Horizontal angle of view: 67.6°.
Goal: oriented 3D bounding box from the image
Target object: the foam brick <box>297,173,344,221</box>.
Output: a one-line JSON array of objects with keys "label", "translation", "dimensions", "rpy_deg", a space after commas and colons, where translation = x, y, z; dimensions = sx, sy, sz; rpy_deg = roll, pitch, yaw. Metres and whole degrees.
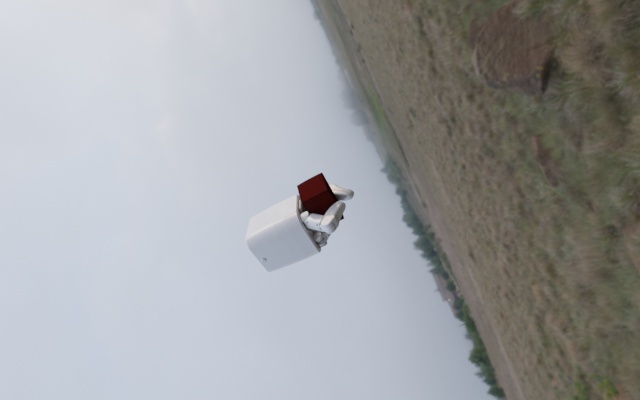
[{"label": "foam brick", "translation": [0.000, 0.002, 0.835], "dimensions": [0.051, 0.078, 0.053], "rpy_deg": [-25, 38, 7]}]
